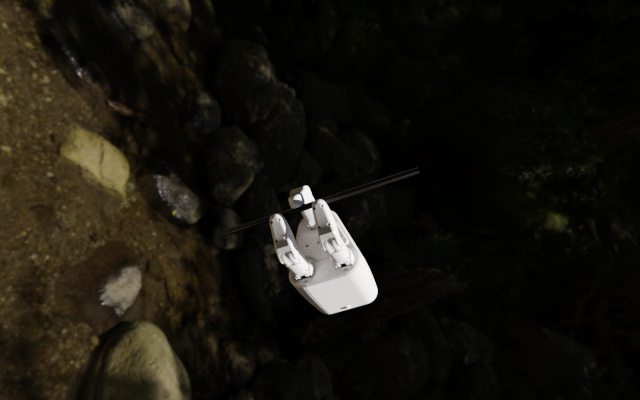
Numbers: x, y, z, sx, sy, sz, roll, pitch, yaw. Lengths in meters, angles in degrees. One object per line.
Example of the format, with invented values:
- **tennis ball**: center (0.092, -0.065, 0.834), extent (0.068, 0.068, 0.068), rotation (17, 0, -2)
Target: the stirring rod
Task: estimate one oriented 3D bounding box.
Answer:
- **stirring rod**: center (0.000, 0.002, 0.570), extent (0.239, 0.011, 0.011), rotation (-18, -4, 11)
